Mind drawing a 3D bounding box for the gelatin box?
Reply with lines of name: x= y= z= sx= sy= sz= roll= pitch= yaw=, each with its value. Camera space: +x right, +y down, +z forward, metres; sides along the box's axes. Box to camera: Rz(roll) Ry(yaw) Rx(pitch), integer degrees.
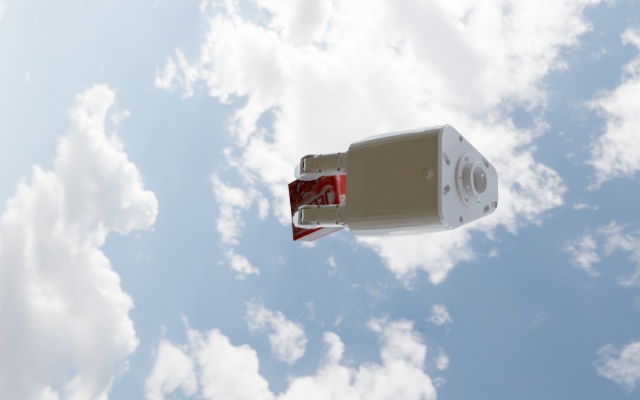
gelatin box: x=0.000 y=0.002 z=0.551 sx=0.030 sy=0.073 sz=0.089 roll=8 pitch=-23 yaw=-39
